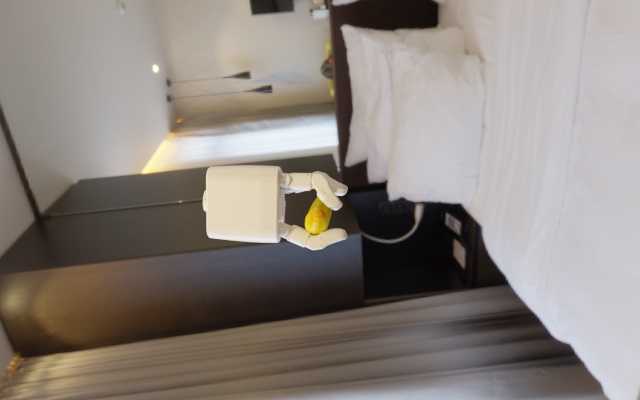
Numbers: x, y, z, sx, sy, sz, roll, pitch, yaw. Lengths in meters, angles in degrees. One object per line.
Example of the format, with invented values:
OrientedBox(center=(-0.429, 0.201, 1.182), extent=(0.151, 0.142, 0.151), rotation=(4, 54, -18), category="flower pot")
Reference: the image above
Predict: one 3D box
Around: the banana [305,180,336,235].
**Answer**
OrientedBox(center=(-0.002, 0.019, 0.762), extent=(0.037, 0.070, 0.197), rotation=(10, 17, 3), category="banana")
